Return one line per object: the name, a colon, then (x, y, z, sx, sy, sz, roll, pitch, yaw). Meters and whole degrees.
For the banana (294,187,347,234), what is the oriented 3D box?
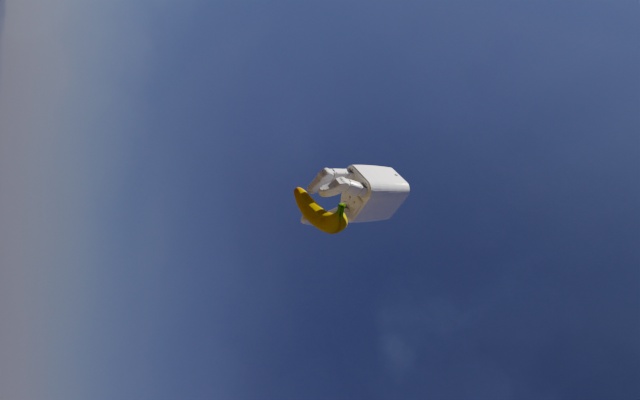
banana: (0.002, 0.022, 0.895, 0.037, 0.069, 0.197, -5, 12, -28)
